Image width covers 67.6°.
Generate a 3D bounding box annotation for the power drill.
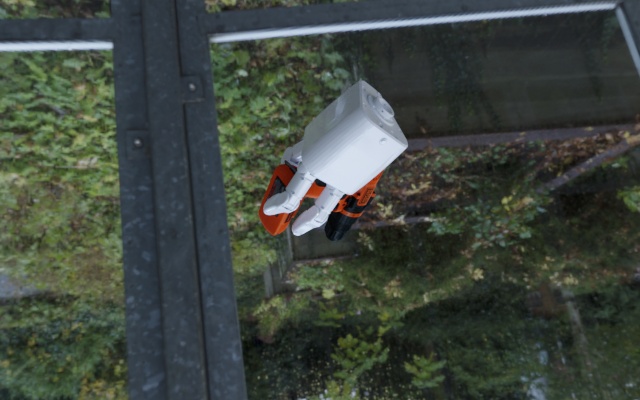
[{"bbox_3d":[0.000,0.002,0.741,0.187,0.184,0.057,-8,45,-40],"label":"power drill"}]
